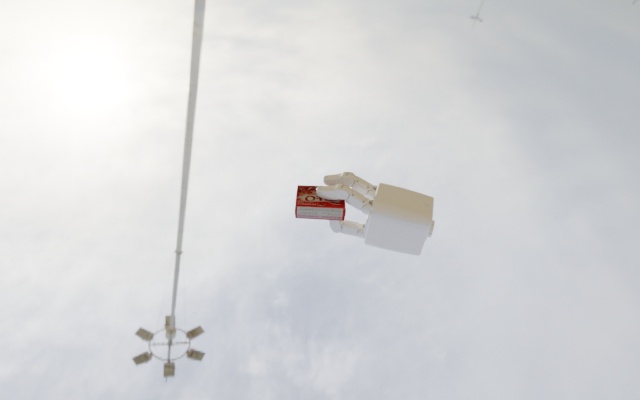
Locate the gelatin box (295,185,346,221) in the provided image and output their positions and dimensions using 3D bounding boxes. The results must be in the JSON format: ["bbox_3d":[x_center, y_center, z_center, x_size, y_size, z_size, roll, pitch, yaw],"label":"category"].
[{"bbox_3d":[0.000,0.003,0.860,0.089,0.030,0.073,2,32,-1],"label":"gelatin box"}]
